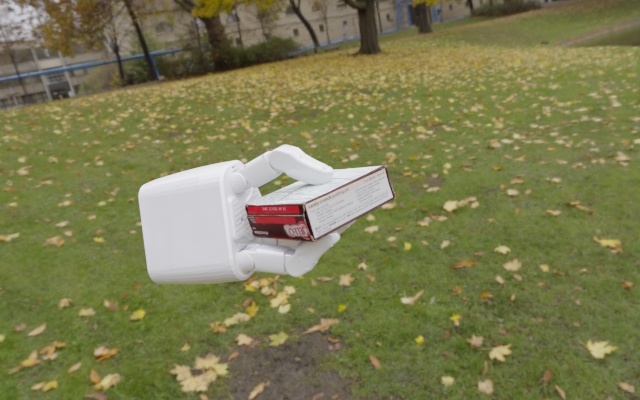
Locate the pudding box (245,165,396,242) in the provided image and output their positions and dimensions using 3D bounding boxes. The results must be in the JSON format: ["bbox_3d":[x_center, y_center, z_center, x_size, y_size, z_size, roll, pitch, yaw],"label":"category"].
[{"bbox_3d":[0.000,0.001,0.449,0.113,0.039,0.090,-27,18,-38],"label":"pudding box"}]
